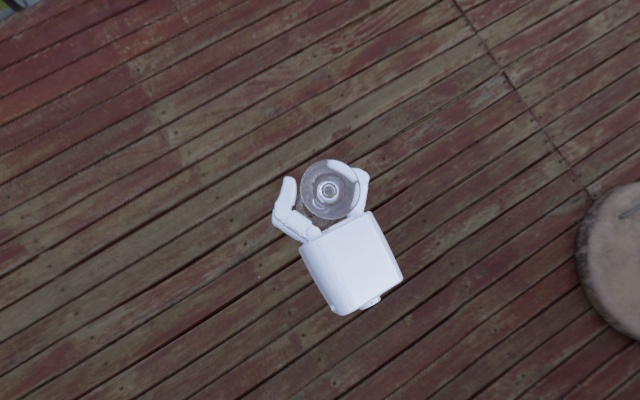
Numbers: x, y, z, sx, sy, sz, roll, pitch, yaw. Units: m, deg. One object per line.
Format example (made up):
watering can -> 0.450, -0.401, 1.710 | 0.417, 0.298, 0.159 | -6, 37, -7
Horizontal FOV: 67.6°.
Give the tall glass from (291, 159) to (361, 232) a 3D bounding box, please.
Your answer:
tall glass -> 0.000, 0.002, 0.675 | 0.079, 0.079, 0.201 | 0, -9, -7
